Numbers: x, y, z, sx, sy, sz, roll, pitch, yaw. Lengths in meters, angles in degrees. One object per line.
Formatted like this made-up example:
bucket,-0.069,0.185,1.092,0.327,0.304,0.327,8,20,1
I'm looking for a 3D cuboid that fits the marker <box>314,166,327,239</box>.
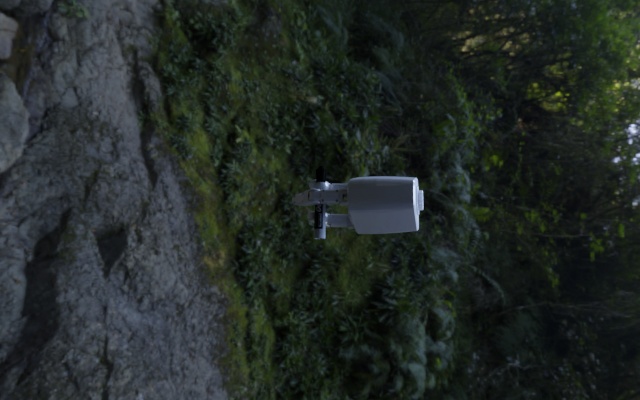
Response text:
marker,0.000,0.003,0.785,0.020,0.121,0.020,1,-11,0
